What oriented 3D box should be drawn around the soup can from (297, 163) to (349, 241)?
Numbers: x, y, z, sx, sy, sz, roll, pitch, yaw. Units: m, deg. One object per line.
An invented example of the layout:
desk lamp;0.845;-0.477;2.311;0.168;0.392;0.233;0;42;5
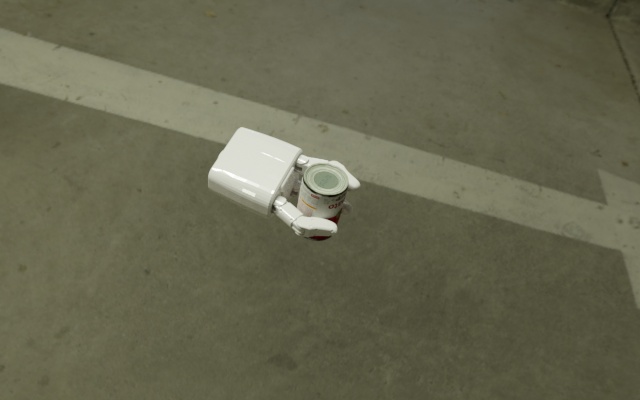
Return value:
soup can;0.001;0.002;0.707;0.068;0.068;0.102;0;-42;-12
